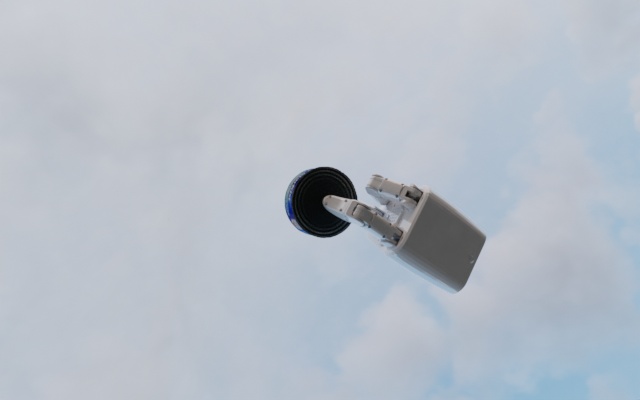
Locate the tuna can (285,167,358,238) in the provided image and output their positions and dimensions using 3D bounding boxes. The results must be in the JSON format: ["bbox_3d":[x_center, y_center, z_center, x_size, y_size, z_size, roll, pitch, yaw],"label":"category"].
[{"bbox_3d":[0.000,0.002,0.585,0.086,0.086,0.034,0,1,-22],"label":"tuna can"}]
